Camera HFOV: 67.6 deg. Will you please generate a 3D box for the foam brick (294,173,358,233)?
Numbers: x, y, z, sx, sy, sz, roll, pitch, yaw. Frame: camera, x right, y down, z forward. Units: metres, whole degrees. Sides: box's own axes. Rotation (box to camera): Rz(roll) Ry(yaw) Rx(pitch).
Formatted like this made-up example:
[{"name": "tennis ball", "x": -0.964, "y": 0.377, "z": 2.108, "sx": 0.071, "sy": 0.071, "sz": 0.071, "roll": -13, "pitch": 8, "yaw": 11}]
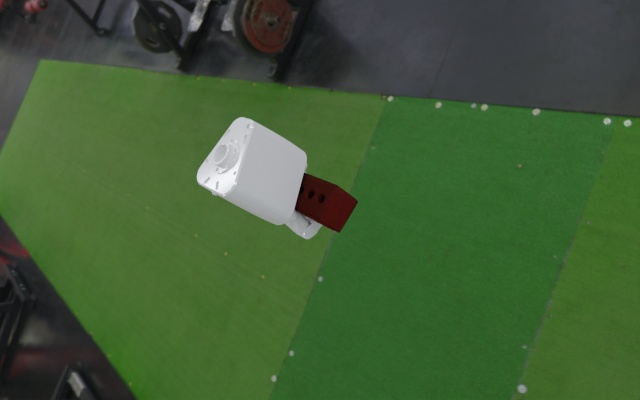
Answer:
[{"name": "foam brick", "x": 0.000, "y": 0.002, "z": 0.662, "sx": 0.078, "sy": 0.053, "sz": 0.051, "roll": 22, "pitch": -10, "yaw": 45}]
